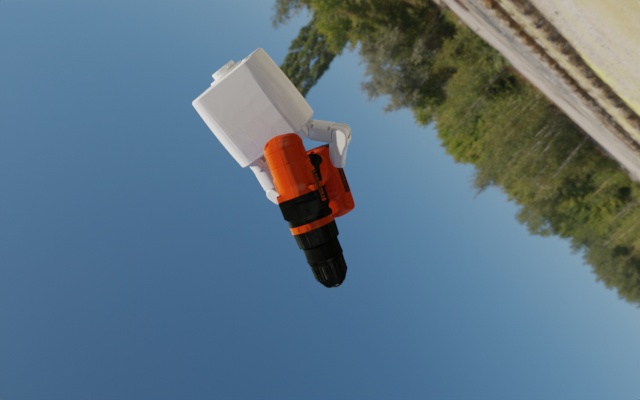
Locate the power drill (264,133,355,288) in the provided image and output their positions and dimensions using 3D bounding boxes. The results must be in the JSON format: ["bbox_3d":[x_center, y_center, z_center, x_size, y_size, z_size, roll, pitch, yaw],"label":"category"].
[{"bbox_3d":[0.000,0.002,0.609,0.057,0.184,0.187,-18,5,12],"label":"power drill"}]
